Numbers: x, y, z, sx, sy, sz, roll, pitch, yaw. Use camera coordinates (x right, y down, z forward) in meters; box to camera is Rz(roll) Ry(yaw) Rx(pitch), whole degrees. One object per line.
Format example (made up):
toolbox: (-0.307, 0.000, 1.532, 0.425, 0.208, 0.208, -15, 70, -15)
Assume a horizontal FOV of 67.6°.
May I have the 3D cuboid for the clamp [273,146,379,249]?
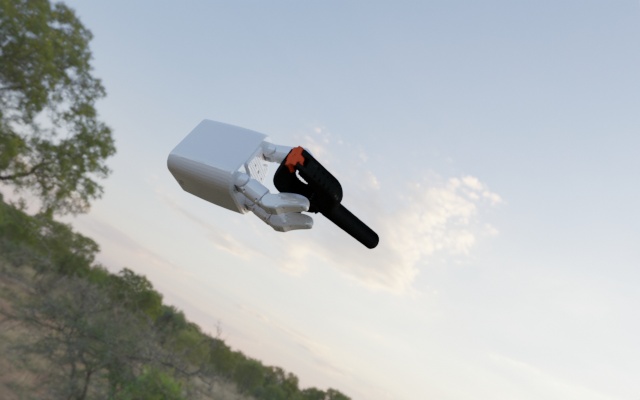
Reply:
clamp: (0.000, 0.001, 0.642, 0.164, 0.036, 0.210, 16, -25, 14)
